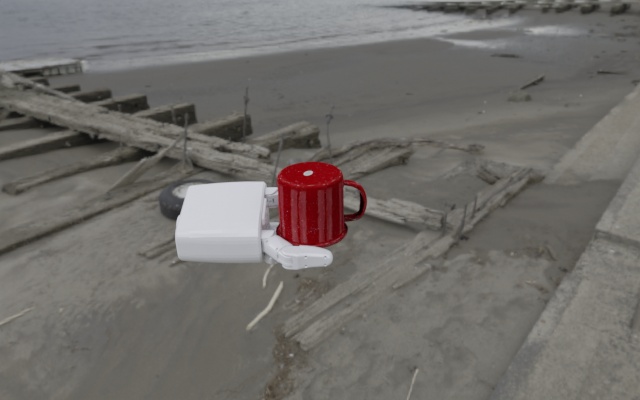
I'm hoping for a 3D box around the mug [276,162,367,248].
[{"bbox_3d":[0.002,0.002,0.599,0.117,0.081,0.093,-2,26,0],"label":"mug"}]
